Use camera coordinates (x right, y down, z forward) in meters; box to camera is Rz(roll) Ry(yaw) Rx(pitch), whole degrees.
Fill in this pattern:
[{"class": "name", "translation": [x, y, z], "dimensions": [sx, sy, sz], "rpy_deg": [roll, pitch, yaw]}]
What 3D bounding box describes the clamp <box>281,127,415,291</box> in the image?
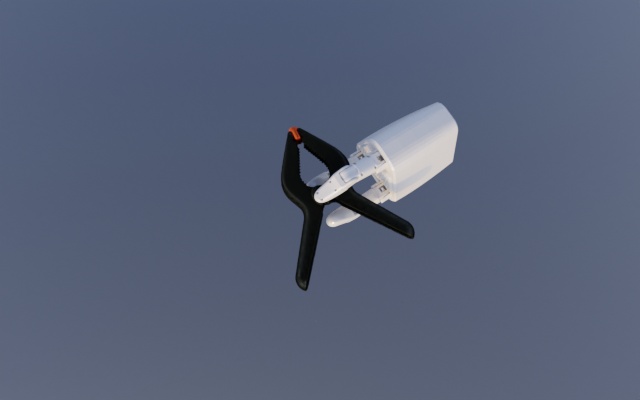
[{"class": "clamp", "translation": [0.000, 0.001, 0.625], "dimensions": [0.164, 0.210, 0.036], "rpy_deg": [-32, -12, -6]}]
